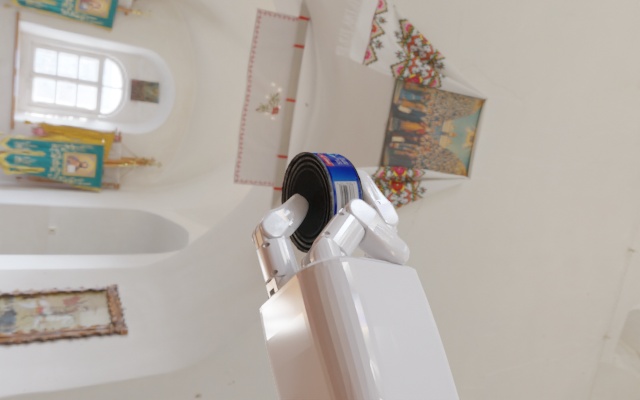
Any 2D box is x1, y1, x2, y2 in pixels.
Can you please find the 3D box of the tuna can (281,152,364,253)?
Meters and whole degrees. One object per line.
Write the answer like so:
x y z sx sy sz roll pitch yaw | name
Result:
0.001 0.001 0.412 0.034 0.086 0.086 -2 1 -31 | tuna can
